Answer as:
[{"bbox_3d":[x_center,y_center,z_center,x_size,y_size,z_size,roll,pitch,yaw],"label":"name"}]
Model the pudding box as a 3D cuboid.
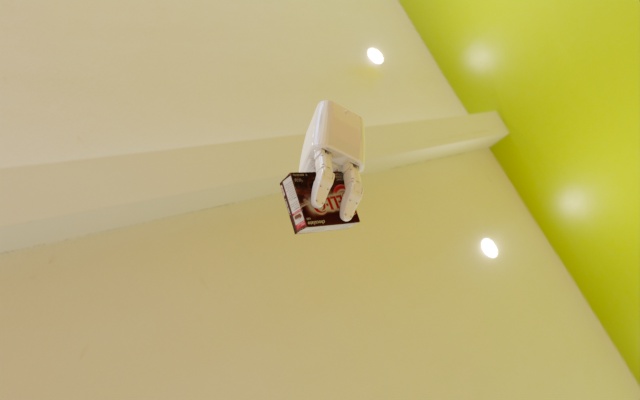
[{"bbox_3d":[0.000,0.002,0.744,0.113,0.090,0.039,-5,-21,-38],"label":"pudding box"}]
